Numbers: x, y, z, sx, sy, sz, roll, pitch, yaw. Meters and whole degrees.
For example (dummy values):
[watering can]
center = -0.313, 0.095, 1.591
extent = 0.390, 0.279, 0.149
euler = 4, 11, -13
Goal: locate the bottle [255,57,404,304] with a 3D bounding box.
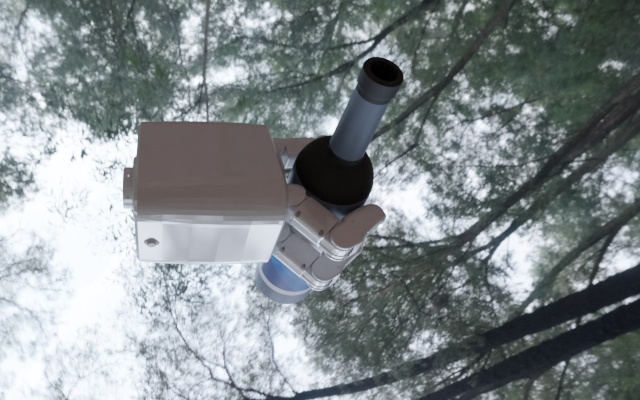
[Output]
[bottle]
center = 0.000, 0.001, 0.414
extent = 0.069, 0.069, 0.296
euler = 0, -34, -19
